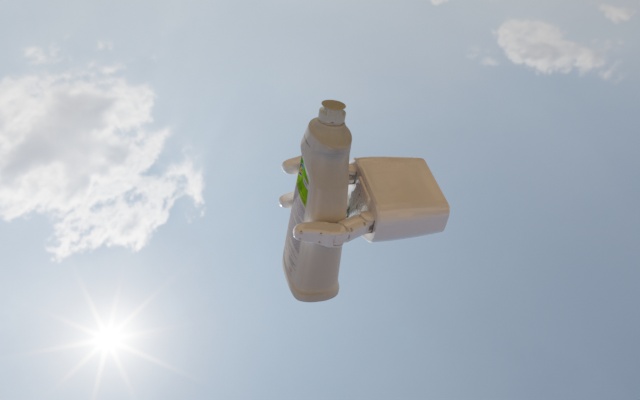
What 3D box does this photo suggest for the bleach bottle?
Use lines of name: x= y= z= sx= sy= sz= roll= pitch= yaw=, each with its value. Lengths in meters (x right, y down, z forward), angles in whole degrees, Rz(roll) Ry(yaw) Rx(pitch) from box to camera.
bleach bottle: x=0.000 y=0.002 z=0.592 sx=0.068 sy=0.251 sz=0.102 roll=-4 pitch=35 yaw=-19
